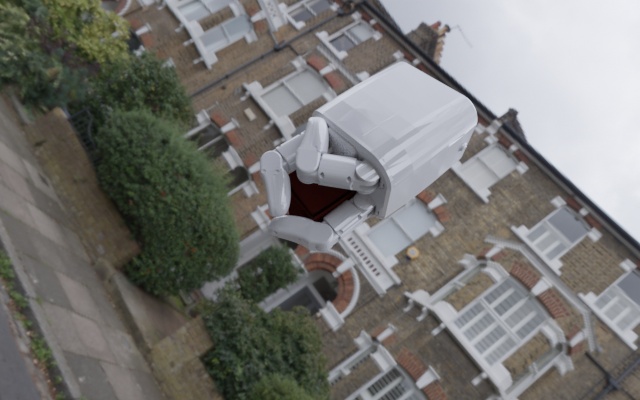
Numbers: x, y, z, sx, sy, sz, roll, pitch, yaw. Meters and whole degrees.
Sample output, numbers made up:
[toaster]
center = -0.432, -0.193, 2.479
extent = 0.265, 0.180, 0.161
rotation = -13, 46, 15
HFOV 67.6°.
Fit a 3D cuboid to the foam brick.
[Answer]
[foam brick]
center = 0.000, 0.002, 0.472
extent = 0.051, 0.053, 0.078
rotation = -35, -22, -14
